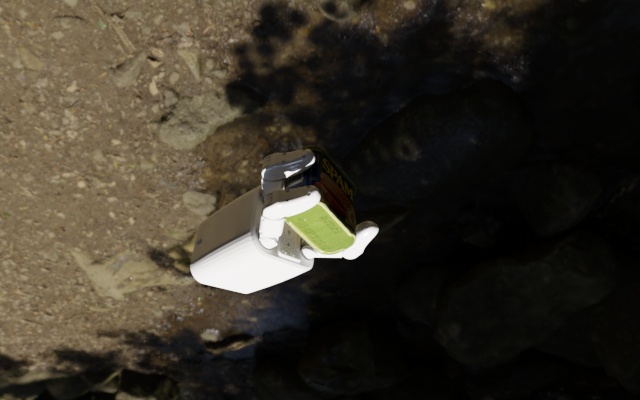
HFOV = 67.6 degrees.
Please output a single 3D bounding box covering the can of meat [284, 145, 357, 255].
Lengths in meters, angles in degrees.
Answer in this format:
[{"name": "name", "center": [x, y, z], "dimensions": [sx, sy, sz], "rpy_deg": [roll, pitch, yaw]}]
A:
[{"name": "can of meat", "center": [0.000, 0.002, 0.551], "dimensions": [0.057, 0.083, 0.102], "rpy_deg": [-23, -48, 24]}]
